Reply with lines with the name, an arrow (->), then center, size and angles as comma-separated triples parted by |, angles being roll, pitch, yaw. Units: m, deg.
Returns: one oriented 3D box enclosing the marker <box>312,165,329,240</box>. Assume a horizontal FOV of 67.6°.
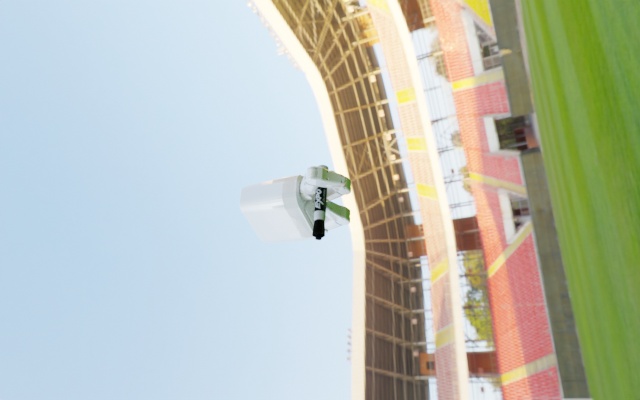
marker -> 0.000, 0.002, 0.712 | 0.020, 0.121, 0.020 | 3, -28, 1
